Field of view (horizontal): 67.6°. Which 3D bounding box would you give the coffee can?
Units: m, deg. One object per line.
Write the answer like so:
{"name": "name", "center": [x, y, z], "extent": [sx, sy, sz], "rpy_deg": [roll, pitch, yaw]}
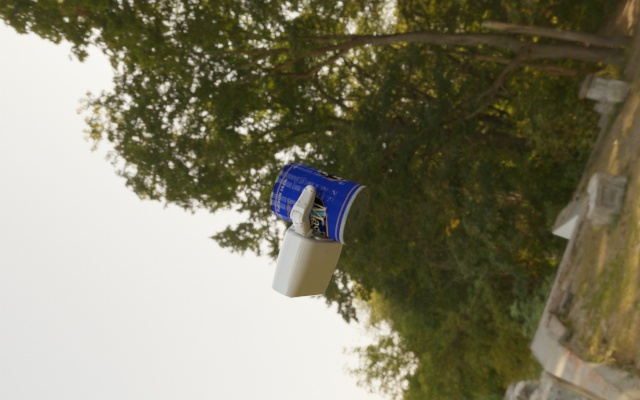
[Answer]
{"name": "coffee can", "center": [0.000, 0.003, 0.813], "extent": [0.140, 0.103, 0.103], "rpy_deg": [21, 8, 21]}
